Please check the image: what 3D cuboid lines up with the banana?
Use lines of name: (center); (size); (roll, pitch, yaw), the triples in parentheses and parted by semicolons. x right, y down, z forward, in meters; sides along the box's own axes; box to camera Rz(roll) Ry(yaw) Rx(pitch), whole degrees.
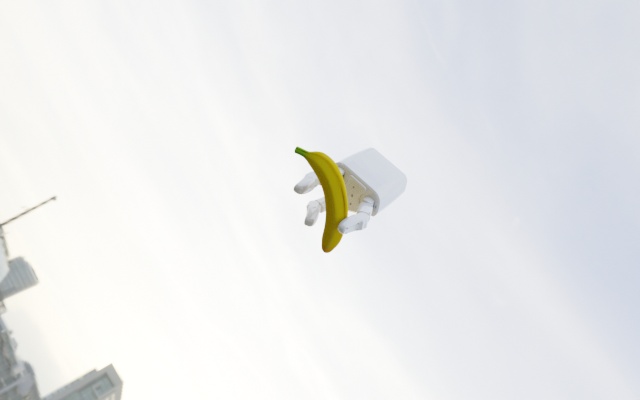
banana: (0.014, 0.000, 0.792); (0.069, 0.198, 0.037); (2, 25, 37)
